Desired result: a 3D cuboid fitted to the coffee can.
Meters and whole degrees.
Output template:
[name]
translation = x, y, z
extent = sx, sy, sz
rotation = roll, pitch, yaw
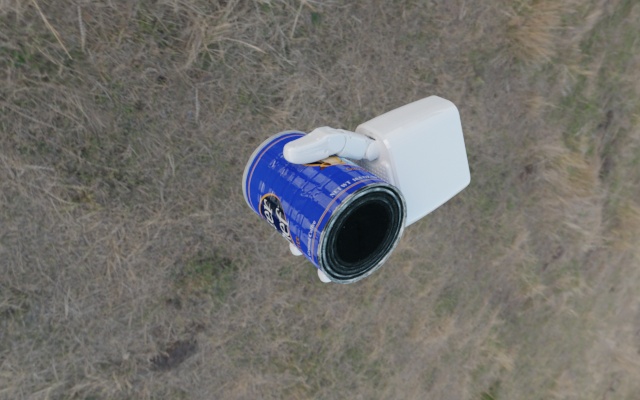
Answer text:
[coffee can]
translation = 0.000, 0.002, 0.475
extent = 0.103, 0.103, 0.140
rotation = 0, 25, -40
